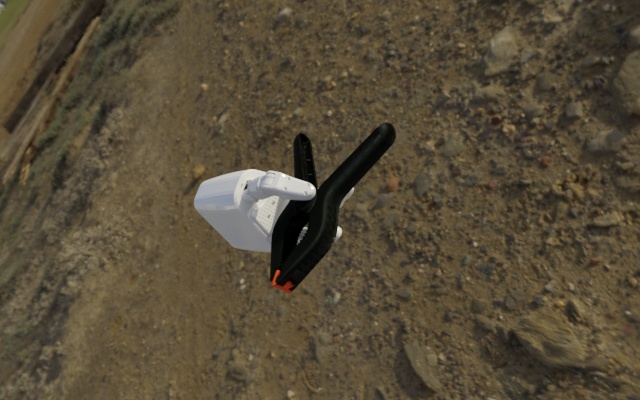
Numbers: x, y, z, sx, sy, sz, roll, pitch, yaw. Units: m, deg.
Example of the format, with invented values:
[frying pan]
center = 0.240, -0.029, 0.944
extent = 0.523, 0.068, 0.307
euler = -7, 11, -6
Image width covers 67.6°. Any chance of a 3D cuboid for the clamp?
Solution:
[clamp]
center = -0.001, 0.002, 0.539
extent = 0.036, 0.210, 0.164
euler = 32, -25, -35
